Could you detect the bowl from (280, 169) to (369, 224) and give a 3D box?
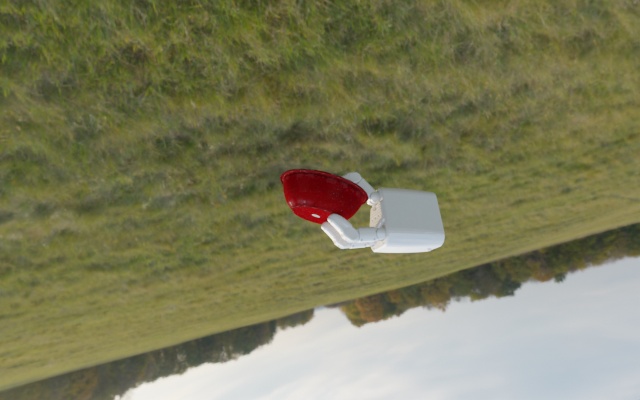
[{"bbox_3d":[-0.001,0.003,0.843,0.162,0.055,0.162,13,-18,4],"label":"bowl"}]
